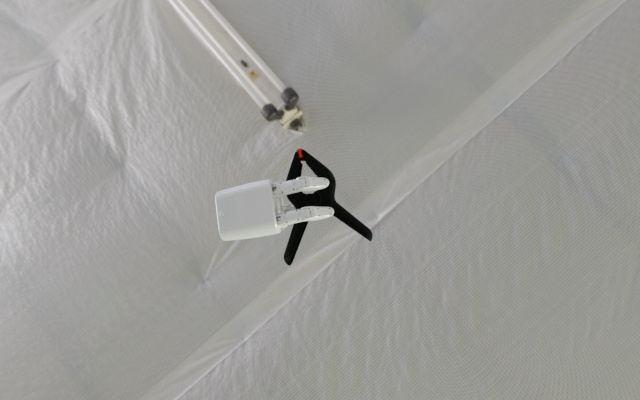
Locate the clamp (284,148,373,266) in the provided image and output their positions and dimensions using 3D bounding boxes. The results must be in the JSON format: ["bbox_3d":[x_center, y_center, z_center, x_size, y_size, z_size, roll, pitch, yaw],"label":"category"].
[{"bbox_3d":[0.000,0.003,0.876,0.164,0.210,0.036,-10,-12,4],"label":"clamp"}]
